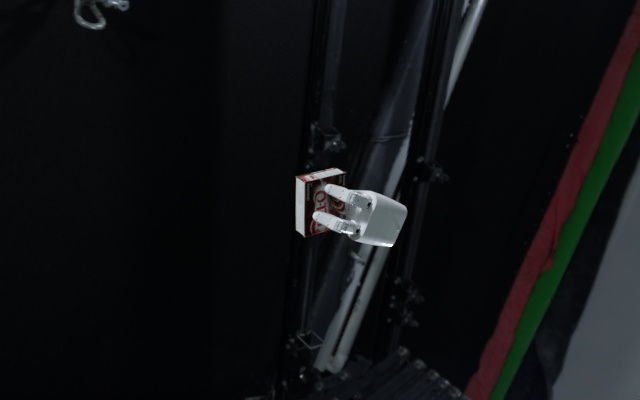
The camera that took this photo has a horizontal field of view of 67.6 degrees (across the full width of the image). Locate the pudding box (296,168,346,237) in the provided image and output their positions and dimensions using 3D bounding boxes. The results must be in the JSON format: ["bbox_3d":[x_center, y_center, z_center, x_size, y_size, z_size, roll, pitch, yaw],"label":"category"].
[{"bbox_3d":[0.000,0.003,0.879,0.090,0.113,0.039,-15,27,-31],"label":"pudding box"}]
